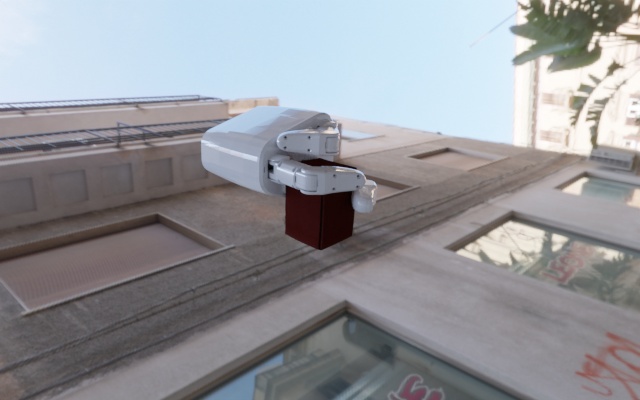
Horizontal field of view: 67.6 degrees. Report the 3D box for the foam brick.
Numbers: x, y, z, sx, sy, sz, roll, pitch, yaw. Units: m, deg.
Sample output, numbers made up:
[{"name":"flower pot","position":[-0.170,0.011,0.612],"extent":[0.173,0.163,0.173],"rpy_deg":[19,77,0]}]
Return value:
[{"name":"foam brick","position":[0.000,0.002,0.488],"extent":[0.051,0.078,0.053],"rpy_deg":[17,22,38]}]
